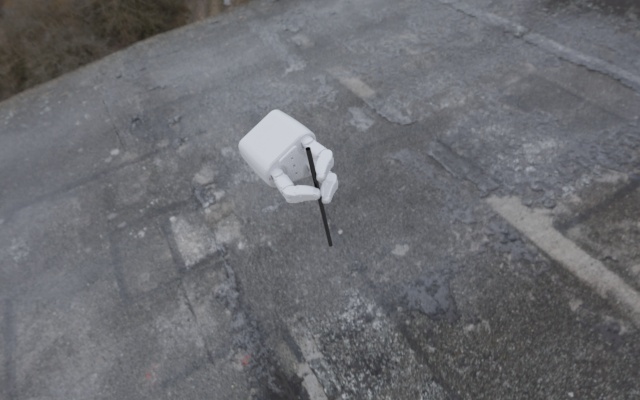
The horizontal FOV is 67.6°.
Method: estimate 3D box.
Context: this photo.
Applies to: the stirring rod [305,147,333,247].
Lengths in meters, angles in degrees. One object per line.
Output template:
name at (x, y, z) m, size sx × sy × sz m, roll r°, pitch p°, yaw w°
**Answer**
stirring rod at (0.000, 0.003, 0.803) m, size 0.011 × 0.011 × 0.240 m, roll 0°, pitch -42°, yaw 12°
